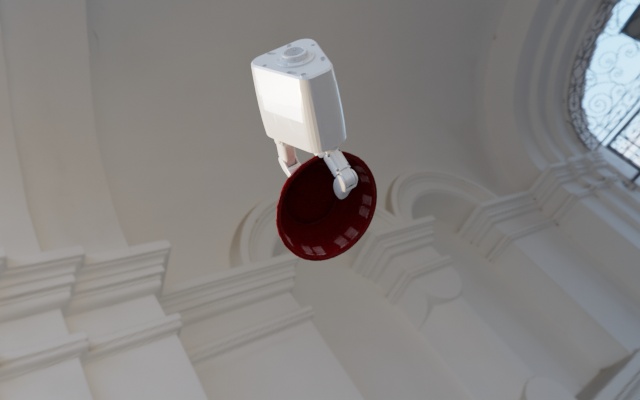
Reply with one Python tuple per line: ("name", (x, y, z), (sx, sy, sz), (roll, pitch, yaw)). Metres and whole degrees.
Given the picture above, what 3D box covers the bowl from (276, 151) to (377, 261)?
("bowl", (0.000, 0.003, 0.683), (0.162, 0.162, 0.055), (0, 18, -31))
